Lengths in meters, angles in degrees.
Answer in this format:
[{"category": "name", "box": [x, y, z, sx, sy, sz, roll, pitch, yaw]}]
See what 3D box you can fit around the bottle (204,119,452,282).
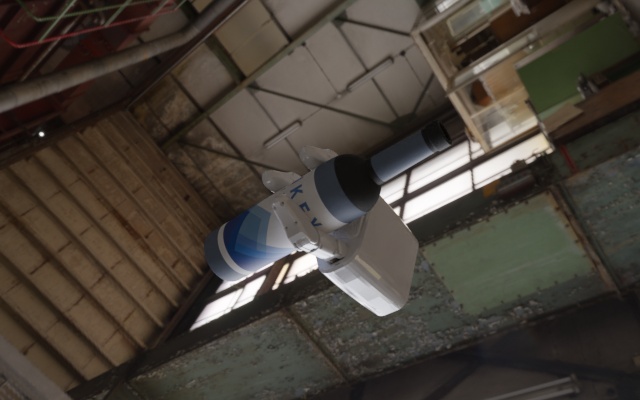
[{"category": "bottle", "box": [0.000, 0.002, 0.505, 0.296, 0.069, 0.069, -30, -15, 27]}]
